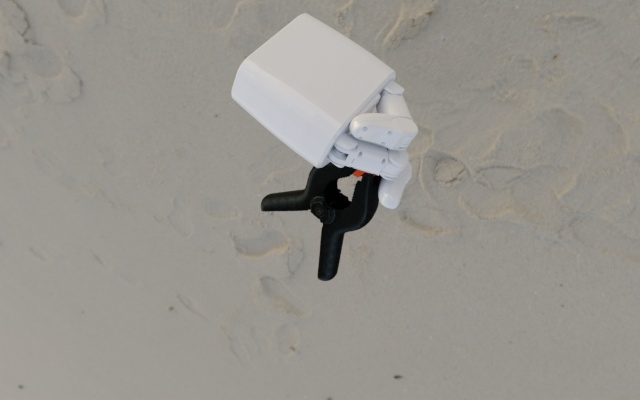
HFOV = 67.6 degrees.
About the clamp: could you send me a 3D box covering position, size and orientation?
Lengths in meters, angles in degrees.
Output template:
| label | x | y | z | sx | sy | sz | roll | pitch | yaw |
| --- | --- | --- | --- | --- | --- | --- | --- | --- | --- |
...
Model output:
| label | x | y | z | sx | sy | sz | roll | pitch | yaw |
| --- | --- | --- | --- | --- | --- | --- | --- | --- | --- |
| clamp | 0.000 | 0.002 | 0.501 | 0.120 | 0.172 | 0.039 | 39 | 41 | 8 |
